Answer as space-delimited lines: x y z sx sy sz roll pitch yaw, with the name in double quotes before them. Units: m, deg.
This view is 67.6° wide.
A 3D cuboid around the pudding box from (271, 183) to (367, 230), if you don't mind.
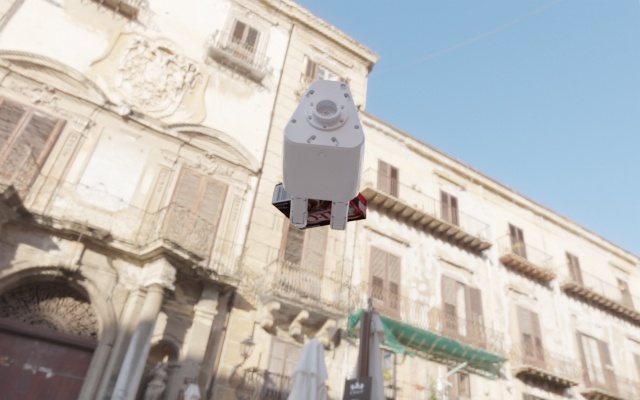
"pudding box" 0.000 0.002 0.691 0.113 0.039 0.090 -9 -32 26
